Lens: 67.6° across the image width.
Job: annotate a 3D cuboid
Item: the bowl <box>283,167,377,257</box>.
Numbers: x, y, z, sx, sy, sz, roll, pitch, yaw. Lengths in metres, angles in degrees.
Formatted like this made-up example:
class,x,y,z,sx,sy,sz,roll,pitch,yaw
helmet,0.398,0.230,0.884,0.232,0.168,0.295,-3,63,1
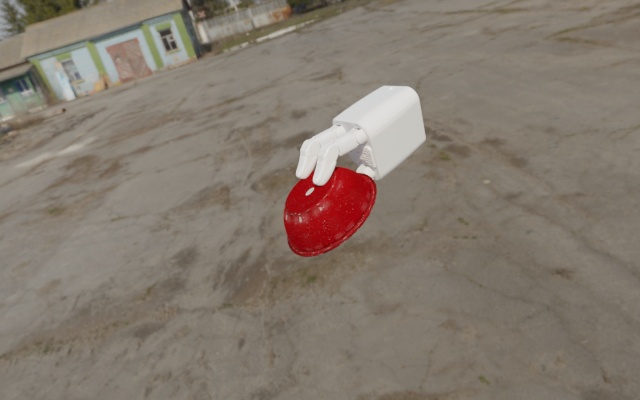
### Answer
class,x,y,z,sx,sy,sz,roll,pitch,yaw
bowl,-0.001,0.003,0.699,0.162,0.162,0.055,0,-40,50
